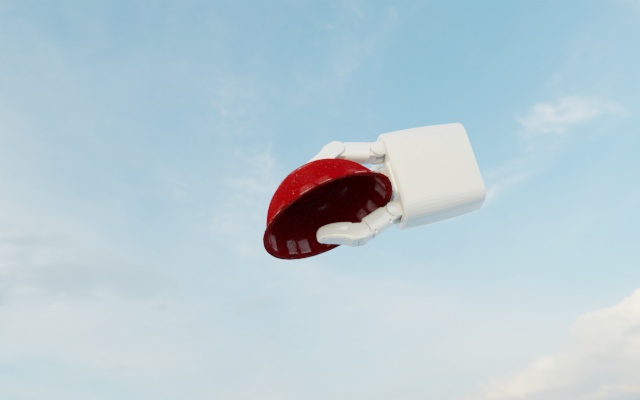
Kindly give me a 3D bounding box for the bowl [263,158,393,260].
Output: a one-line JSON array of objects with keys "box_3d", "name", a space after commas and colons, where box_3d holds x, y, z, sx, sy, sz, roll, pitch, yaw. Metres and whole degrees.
[{"box_3d": [-0.001, 0.002, 0.553, 0.162, 0.055, 0.162, -22, -29, -13], "name": "bowl"}]
